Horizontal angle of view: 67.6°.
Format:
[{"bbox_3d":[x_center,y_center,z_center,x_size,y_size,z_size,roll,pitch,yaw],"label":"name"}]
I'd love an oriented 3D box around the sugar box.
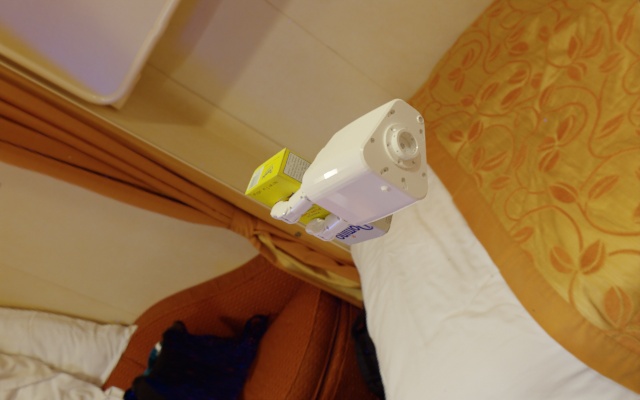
[{"bbox_3d":[0.000,0.002,0.631,0.176,0.048,0.093,30,-29,-23],"label":"sugar box"}]
